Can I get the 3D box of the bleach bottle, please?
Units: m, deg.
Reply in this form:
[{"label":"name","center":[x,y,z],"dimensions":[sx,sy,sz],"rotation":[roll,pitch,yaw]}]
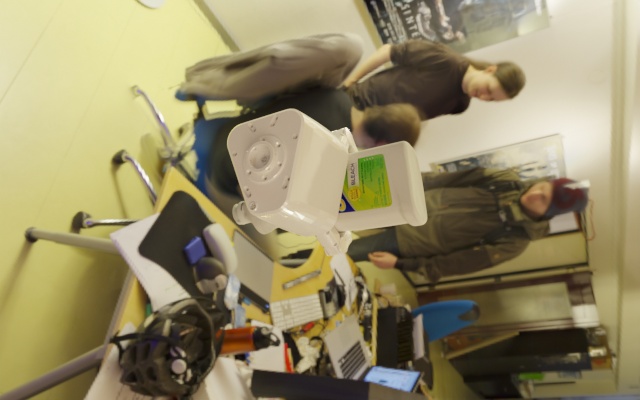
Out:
[{"label":"bleach bottle","center":[0.000,0.002,0.605],"dimensions":[0.251,0.102,0.068],"rotation":[-13,-18,23]}]
